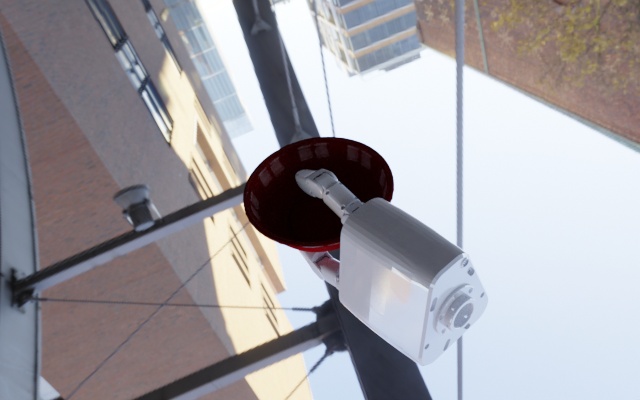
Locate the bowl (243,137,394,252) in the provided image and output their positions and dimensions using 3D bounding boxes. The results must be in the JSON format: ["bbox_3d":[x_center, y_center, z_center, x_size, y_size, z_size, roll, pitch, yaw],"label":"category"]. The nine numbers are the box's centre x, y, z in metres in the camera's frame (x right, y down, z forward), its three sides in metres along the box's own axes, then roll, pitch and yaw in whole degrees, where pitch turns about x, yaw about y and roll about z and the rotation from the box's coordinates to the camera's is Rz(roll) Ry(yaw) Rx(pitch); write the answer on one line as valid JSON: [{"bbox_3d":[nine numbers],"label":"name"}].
[{"bbox_3d":[0.000,0.001,0.525,0.162,0.162,0.055,0,-42,10],"label":"bowl"}]
